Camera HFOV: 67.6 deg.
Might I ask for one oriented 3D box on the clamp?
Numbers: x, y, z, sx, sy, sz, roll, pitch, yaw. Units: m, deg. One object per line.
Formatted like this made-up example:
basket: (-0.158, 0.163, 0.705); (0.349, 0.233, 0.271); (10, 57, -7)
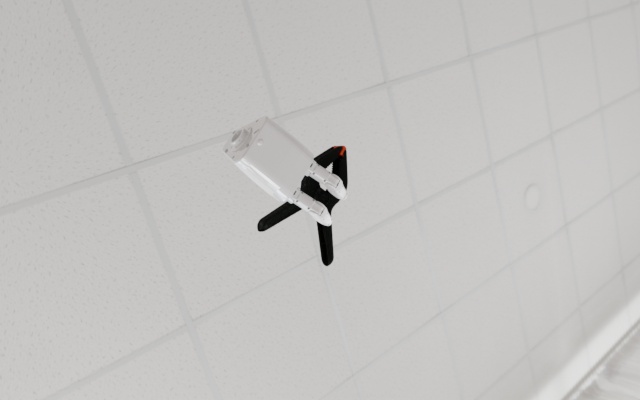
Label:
clamp: (0.000, 0.002, 0.838); (0.165, 0.210, 0.036); (40, -18, -32)
